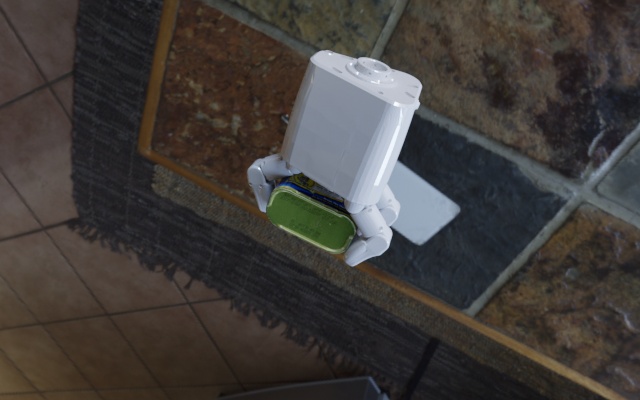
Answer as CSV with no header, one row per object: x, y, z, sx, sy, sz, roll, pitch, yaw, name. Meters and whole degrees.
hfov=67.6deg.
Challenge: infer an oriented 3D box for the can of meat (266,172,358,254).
0.000,0.002,0.523,0.102,0.057,0.084,25,34,3,can of meat
